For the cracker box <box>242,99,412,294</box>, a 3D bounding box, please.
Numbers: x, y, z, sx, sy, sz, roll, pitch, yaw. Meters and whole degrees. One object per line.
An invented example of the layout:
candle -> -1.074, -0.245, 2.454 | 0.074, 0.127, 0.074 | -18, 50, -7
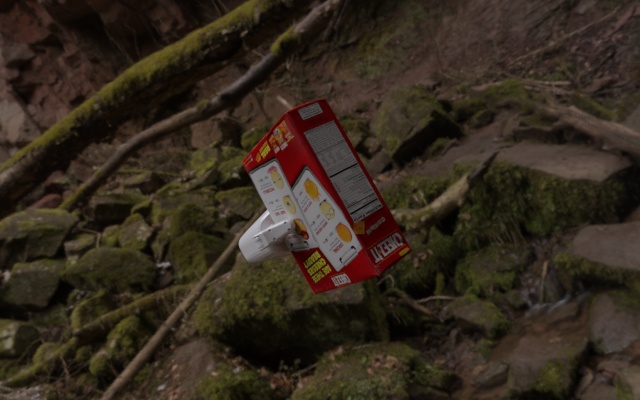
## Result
cracker box -> 0.000, 0.002, 0.614 | 0.072, 0.213, 0.164 | -29, -2, -32
